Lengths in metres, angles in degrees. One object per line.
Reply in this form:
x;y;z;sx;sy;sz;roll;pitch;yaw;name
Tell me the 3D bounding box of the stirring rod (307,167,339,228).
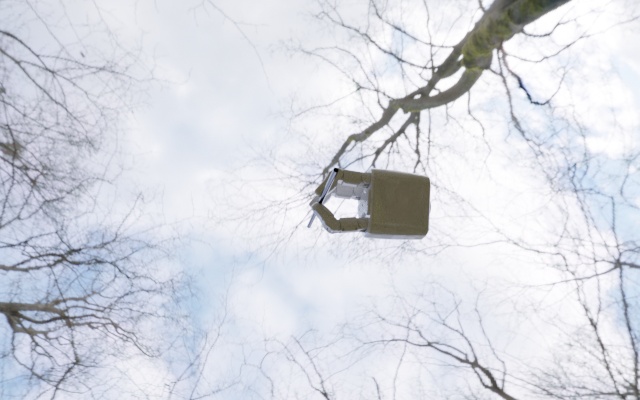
0.000;0.003;0.794;0.011;0.011;0.240;0;-23;-11;stirring rod
